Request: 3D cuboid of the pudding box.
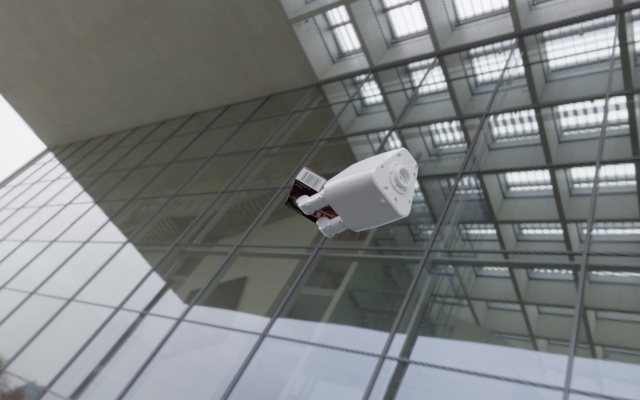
[{"bbox_3d":[0.000,0.003,0.845,0.113,0.039,0.090,33,-36,4],"label":"pudding box"}]
